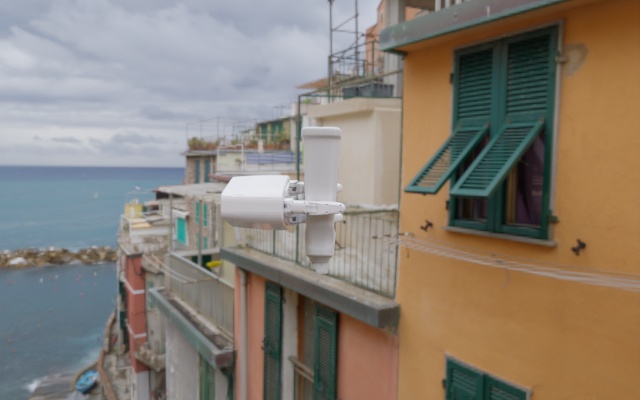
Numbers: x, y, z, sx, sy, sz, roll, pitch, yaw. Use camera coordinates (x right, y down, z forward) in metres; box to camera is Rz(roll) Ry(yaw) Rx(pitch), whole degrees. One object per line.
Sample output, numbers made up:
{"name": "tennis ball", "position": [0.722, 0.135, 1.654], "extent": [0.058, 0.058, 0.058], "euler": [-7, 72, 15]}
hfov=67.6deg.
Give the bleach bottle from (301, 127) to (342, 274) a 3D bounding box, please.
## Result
{"name": "bleach bottle", "position": [0.000, 0.003, 0.825], "extent": [0.068, 0.251, 0.102], "euler": [1, 4, 2]}
